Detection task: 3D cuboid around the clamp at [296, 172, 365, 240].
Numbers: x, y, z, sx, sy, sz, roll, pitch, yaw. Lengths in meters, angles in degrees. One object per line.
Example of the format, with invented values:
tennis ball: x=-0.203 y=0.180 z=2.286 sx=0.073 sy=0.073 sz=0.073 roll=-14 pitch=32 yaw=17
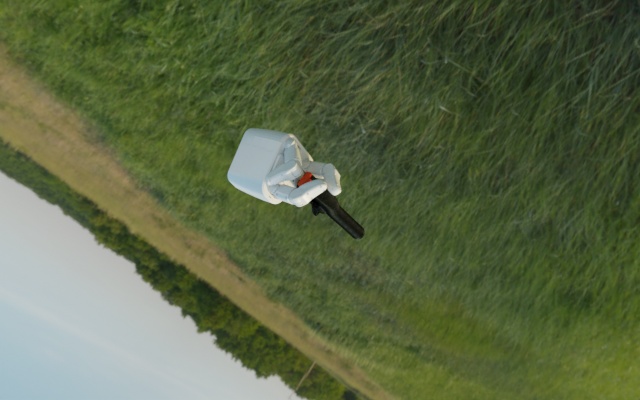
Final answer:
clamp: x=0.000 y=0.003 z=0.827 sx=0.120 sy=0.039 sz=0.172 roll=18 pitch=-23 yaw=42
